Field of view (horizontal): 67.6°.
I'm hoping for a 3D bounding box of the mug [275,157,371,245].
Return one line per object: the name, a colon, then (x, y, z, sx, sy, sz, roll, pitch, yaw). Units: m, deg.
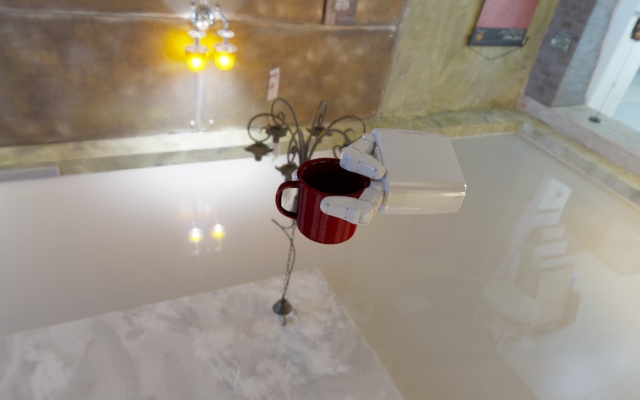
mug: (-0.001, 0.002, 0.614, 0.117, 0.082, 0.093, 2, 35, -10)
